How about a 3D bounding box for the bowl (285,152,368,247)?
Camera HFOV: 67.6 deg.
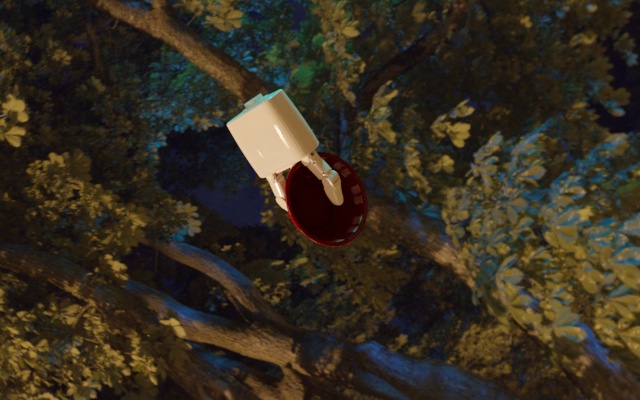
[{"bbox_3d":[0.000,0.004,0.804,0.162,0.162,0.055,0,-15,-33],"label":"bowl"}]
